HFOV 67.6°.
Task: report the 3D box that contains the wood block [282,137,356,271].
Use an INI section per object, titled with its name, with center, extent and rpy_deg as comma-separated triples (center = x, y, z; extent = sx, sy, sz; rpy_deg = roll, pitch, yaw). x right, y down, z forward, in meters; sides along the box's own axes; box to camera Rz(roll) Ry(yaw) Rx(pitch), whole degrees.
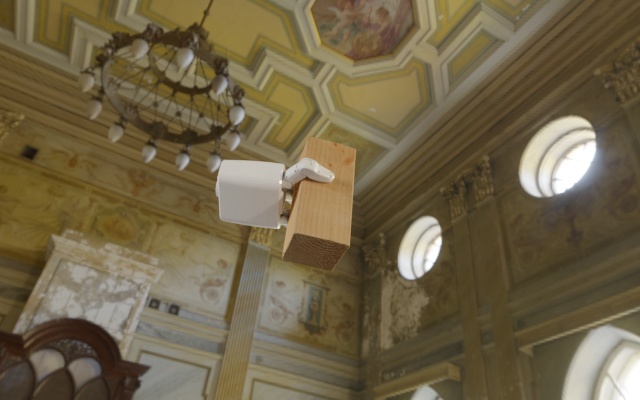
[wood block]
center = 0.000, 0.002, 0.815
extent = 0.090, 0.206, 0.091
rpy_deg = 14, -38, -10
